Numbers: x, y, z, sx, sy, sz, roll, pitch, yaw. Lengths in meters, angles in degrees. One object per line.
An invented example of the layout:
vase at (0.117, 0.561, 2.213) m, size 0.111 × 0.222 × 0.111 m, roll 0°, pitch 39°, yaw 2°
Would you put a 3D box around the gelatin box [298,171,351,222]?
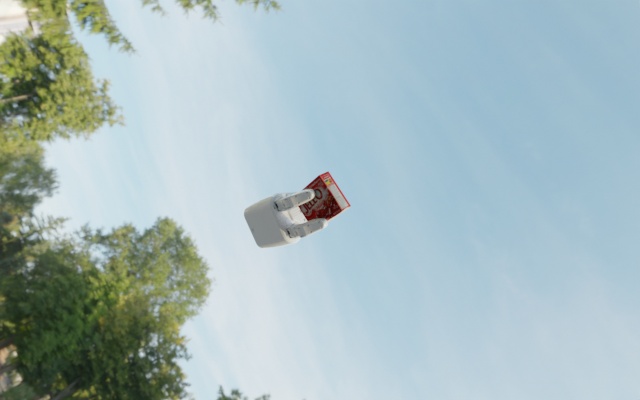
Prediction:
gelatin box at (0.001, 0.002, 0.833) m, size 0.030 × 0.073 × 0.089 m, roll -27°, pitch -8°, yaw -45°
